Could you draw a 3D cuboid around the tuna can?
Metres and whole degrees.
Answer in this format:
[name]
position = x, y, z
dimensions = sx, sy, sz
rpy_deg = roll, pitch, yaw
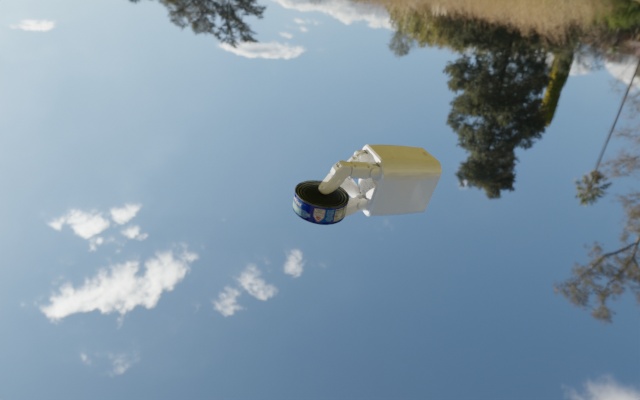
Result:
[tuna can]
position = 0.000, 0.003, 0.744
dimensions = 0.086, 0.034, 0.086
rpy_deg = 8, 28, -5
